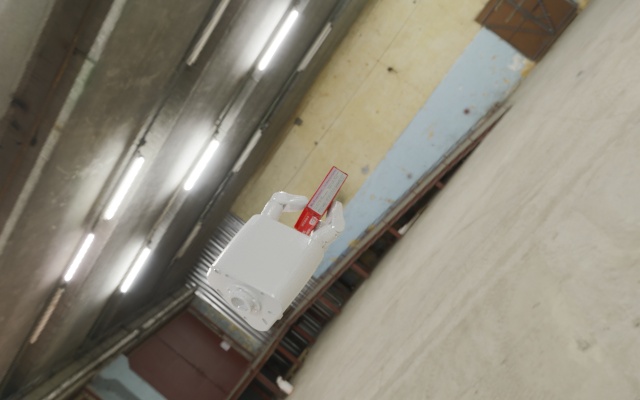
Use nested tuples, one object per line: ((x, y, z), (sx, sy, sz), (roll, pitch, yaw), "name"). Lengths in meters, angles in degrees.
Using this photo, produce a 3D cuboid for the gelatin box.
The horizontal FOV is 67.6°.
((0.000, 0.002, 0.708), (0.030, 0.089, 0.073), (33, -31, -1), "gelatin box")
